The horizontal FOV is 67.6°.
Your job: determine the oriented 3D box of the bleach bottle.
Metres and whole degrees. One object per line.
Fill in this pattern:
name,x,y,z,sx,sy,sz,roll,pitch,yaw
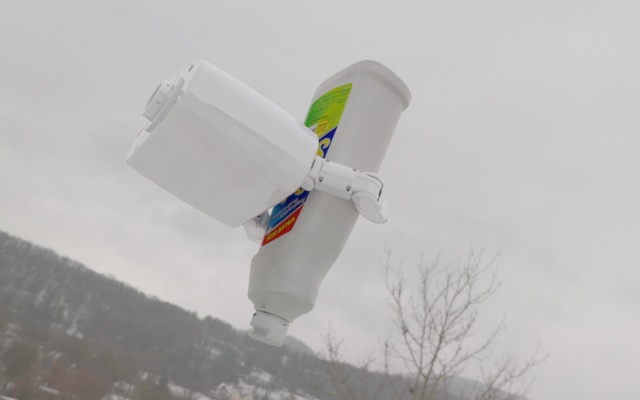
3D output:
bleach bottle,0.000,0.001,0.420,0.068,0.250,0.102,33,-26,-28
